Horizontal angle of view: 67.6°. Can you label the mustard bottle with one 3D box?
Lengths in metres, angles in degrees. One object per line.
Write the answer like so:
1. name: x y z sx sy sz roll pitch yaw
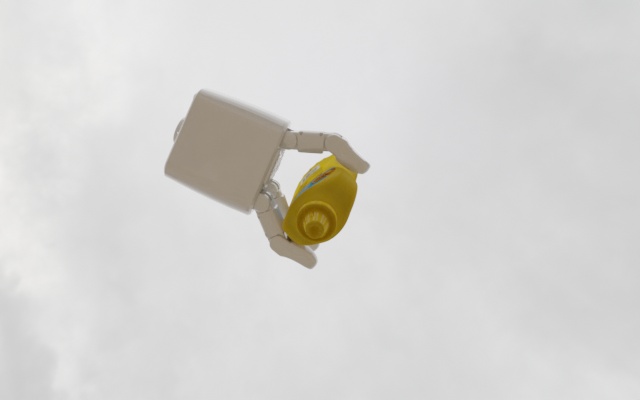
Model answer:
1. mustard bottle: 0.000 0.002 0.542 0.096 0.058 0.191 -42 9 13
